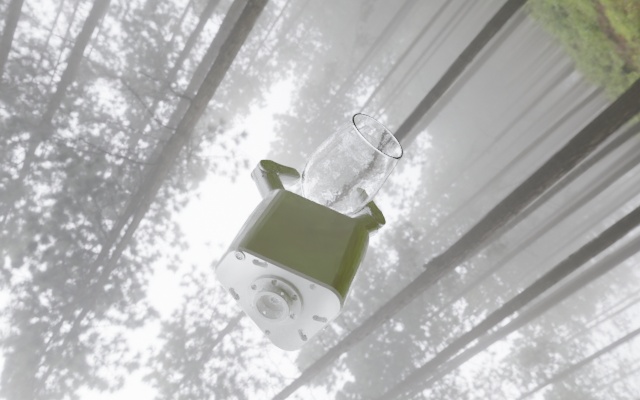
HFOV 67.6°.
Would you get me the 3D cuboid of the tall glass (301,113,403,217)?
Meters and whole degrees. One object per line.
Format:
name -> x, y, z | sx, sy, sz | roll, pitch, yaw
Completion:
tall glass -> 0.000, 0.002, 0.510 | 0.079, 0.079, 0.201 | 0, -41, -48
